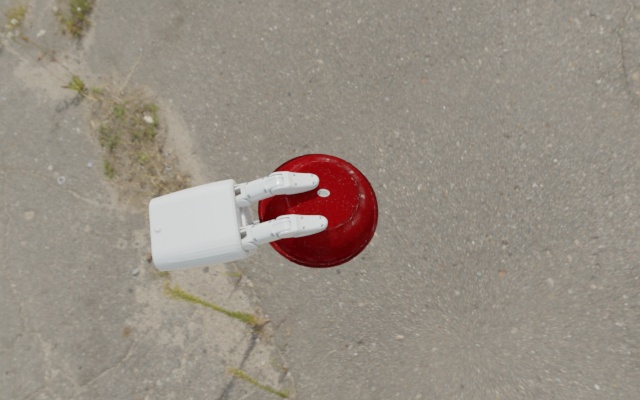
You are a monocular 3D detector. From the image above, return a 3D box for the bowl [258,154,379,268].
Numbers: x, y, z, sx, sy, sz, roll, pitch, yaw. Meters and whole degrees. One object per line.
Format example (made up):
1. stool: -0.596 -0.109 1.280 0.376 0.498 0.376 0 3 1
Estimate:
1. bowl: 0.001 0.001 0.611 0.162 0.162 0.055 0 -21 -6
